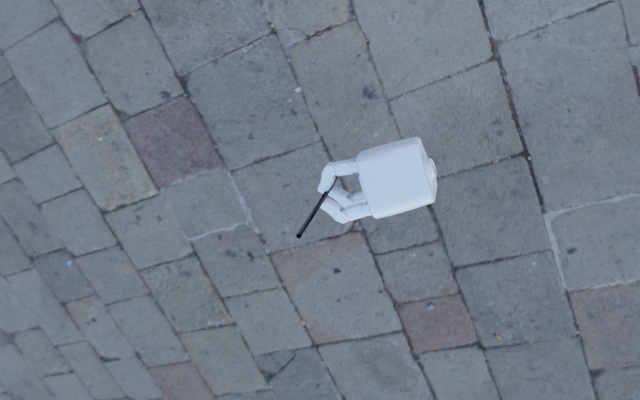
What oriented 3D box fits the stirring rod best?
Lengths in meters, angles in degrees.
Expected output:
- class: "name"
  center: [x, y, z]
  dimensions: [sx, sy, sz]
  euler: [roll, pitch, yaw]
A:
- class: "stirring rod"
  center: [0.000, 0.003, 0.817]
  dimensions: [0.011, 0.011, 0.239]
  euler: [0, 25, 18]
